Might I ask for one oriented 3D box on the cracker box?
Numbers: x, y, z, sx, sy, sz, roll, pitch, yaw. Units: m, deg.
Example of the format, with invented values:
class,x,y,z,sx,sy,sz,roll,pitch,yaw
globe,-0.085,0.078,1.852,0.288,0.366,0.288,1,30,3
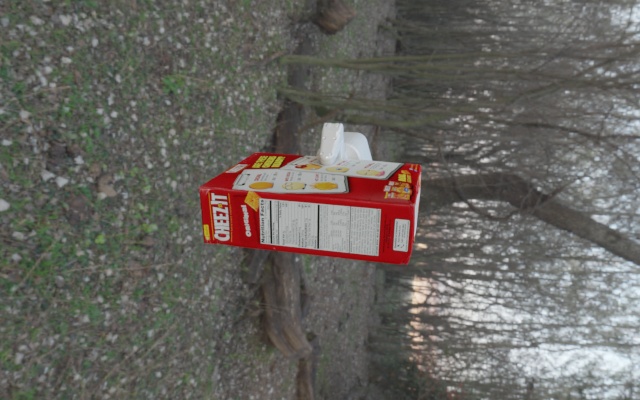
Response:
class,x,y,z,sx,sy,sz,roll,pitch,yaw
cracker box,0.000,0.002,0.531,0.213,0.072,0.164,5,19,12
